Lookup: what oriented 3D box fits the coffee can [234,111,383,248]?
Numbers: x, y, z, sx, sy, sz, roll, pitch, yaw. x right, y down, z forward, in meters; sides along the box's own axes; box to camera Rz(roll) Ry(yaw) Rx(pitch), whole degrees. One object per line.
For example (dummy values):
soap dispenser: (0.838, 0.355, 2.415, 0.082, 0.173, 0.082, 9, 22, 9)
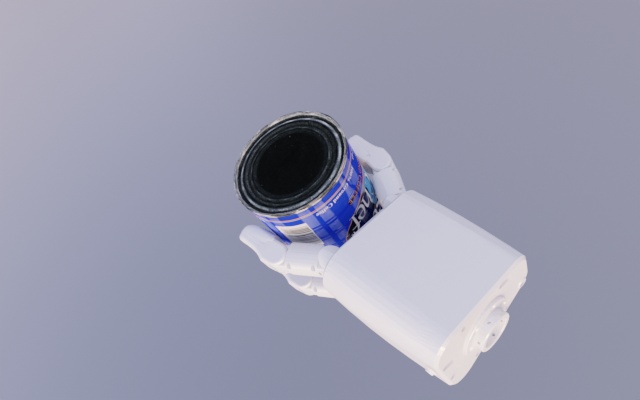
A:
coffee can: (0.000, 0.001, 0.442, 0.103, 0.102, 0.140, 0, -29, 26)
